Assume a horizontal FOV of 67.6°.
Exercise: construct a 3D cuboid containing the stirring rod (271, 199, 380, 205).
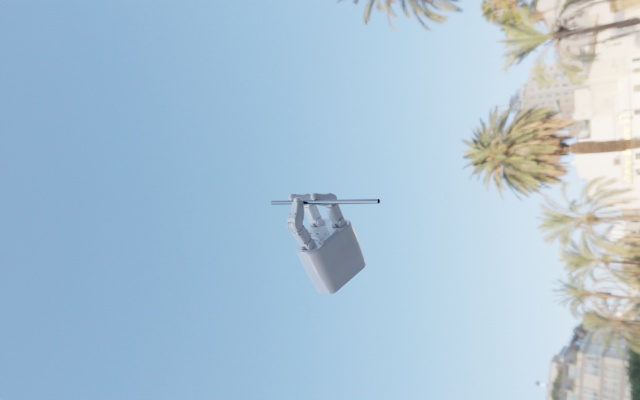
[{"bbox_3d":[0.000,0.003,0.835,0.239,0.011,0.011,-1,-1,40],"label":"stirring rod"}]
